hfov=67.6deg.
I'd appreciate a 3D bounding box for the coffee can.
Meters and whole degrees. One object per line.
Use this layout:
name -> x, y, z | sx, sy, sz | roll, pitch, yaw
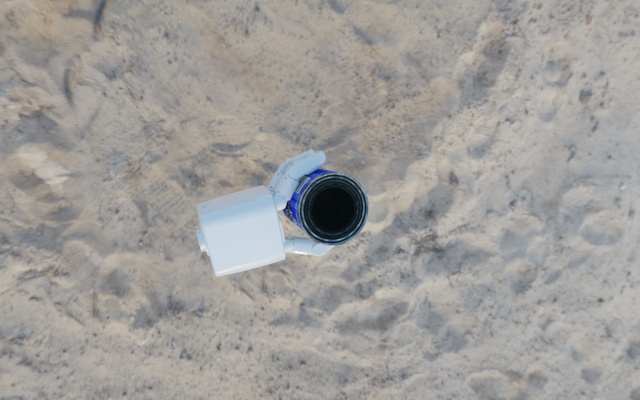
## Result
coffee can -> 0.000, 0.002, 0.720 | 0.103, 0.103, 0.140 | 0, 8, -16
